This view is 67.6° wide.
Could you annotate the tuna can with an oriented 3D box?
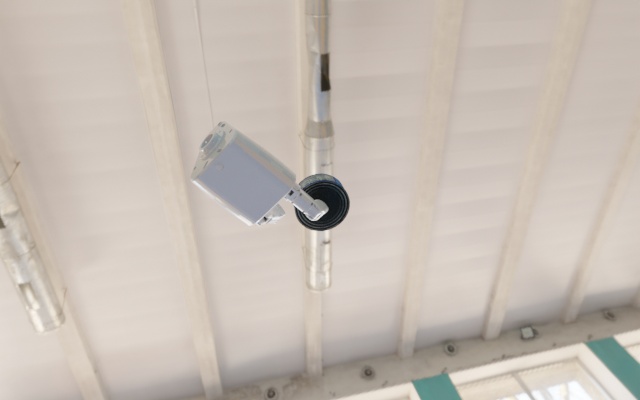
[{"bbox_3d":[0.000,0.002,0.736,0.086,0.086,0.033,0,27,-12],"label":"tuna can"}]
